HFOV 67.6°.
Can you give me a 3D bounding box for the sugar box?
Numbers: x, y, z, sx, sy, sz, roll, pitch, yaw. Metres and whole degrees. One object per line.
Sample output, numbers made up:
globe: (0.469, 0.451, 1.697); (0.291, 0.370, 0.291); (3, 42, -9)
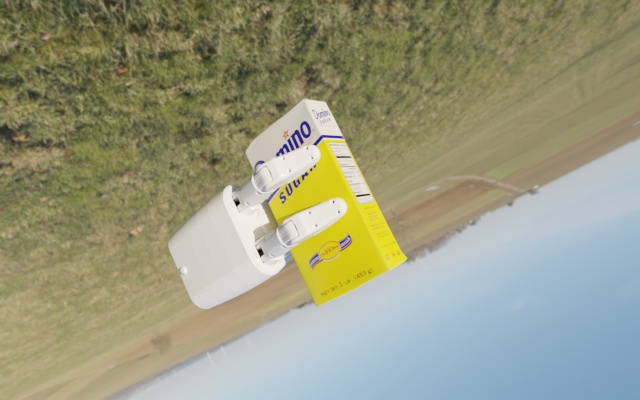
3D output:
sugar box: (0.000, 0.002, 0.460); (0.093, 0.176, 0.048); (-34, -12, 31)
